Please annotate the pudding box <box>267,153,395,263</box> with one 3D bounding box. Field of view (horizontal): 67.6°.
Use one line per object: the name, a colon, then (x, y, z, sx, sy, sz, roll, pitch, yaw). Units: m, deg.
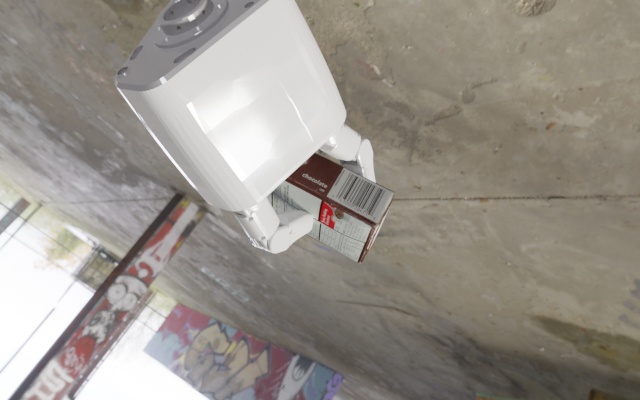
pudding box: (0.000, 0.001, 0.417, 0.113, 0.039, 0.090, 29, -24, 10)
